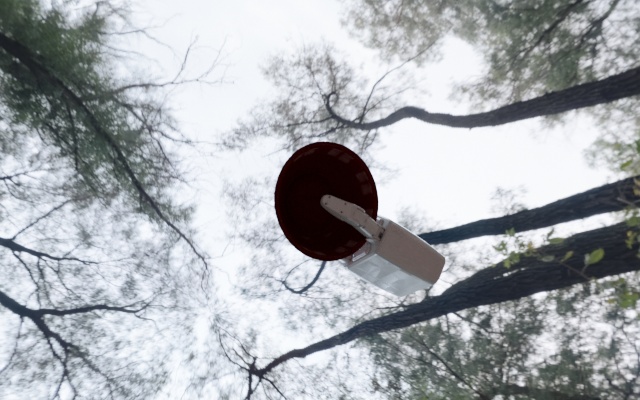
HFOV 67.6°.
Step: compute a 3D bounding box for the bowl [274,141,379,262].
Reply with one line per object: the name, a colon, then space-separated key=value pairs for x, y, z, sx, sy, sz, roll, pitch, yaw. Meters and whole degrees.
bowl: x=-0.001 y=0.001 z=0.663 sx=0.162 sy=0.162 sz=0.055 roll=0 pitch=-3 yaw=-29
